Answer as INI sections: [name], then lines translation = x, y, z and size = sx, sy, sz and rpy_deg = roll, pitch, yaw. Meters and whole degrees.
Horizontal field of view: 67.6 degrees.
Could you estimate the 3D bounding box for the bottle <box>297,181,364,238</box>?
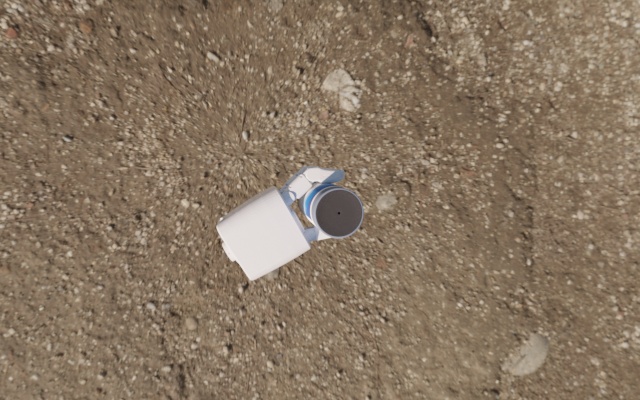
[bottle]
translation = 0.000, 0.002, 0.762
size = 0.069, 0.069, 0.295
rpy_deg = 0, 6, -9
